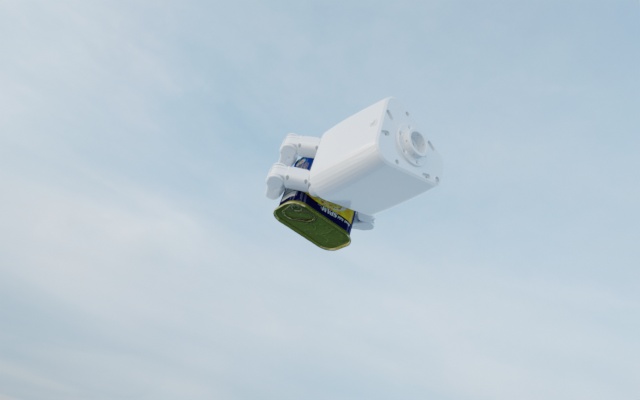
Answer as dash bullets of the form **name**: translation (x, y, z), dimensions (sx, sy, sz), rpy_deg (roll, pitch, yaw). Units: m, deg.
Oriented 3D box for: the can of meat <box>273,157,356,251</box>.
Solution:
- **can of meat**: translation (0.000, 0.002, 0.612), dimensions (0.102, 0.084, 0.057), rpy_deg (35, -37, -23)
